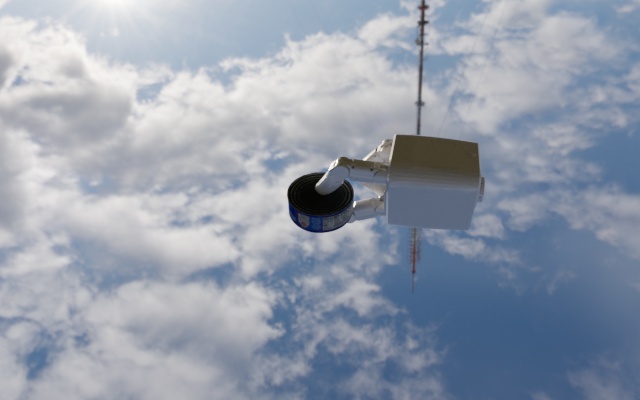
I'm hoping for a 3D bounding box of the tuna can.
[{"bbox_3d":[0.000,0.002,0.619,0.086,0.034,0.086,0,41,0],"label":"tuna can"}]
